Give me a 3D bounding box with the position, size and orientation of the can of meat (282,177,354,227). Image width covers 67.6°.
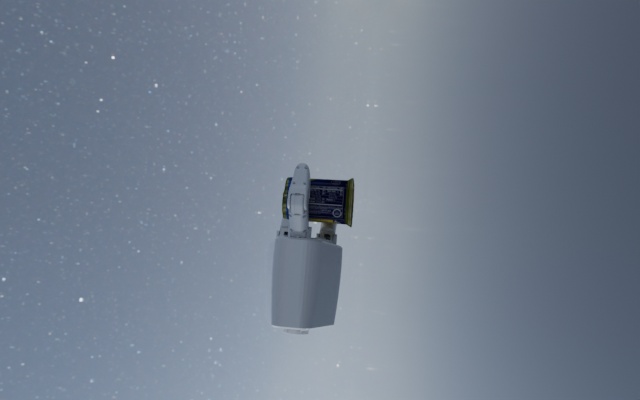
[{"bbox_3d":[0.000,0.002,0.613,0.084,0.057,0.102,3,-5,5],"label":"can of meat"}]
